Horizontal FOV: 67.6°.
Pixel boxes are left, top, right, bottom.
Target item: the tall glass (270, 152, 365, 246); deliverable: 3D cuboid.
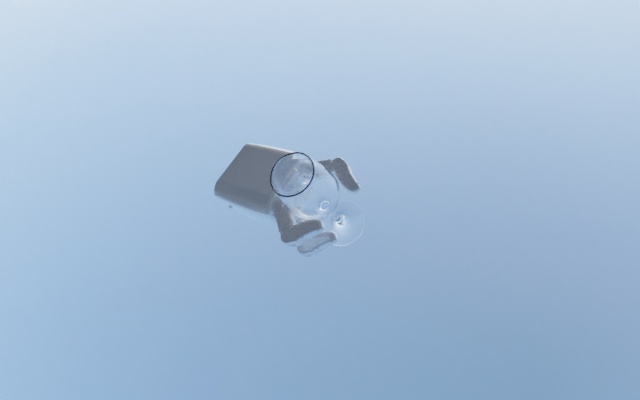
[{"bbox_3d":[0.001,0.002,0.681,0.079,0.079,0.201,0,-21,23],"label":"tall glass"}]
